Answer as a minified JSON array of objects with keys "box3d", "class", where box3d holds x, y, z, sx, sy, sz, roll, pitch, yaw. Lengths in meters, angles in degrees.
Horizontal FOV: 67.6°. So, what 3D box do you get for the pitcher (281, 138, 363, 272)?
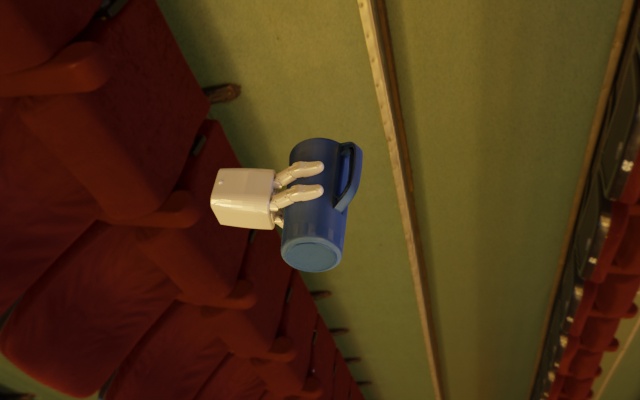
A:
[{"box3d":[0.000,0.003,0.893,0.145,0.242,0.149,4,-40,2],"class":"pitcher"}]
